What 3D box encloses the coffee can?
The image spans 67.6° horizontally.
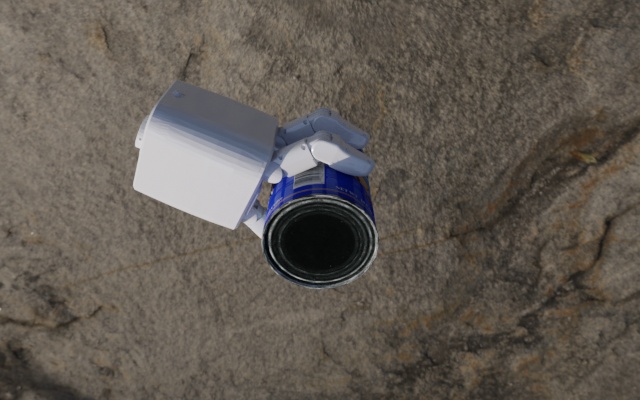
[{"bbox_3d":[0.000,0.002,0.471,0.103,0.103,0.140,0,32,0],"label":"coffee can"}]
